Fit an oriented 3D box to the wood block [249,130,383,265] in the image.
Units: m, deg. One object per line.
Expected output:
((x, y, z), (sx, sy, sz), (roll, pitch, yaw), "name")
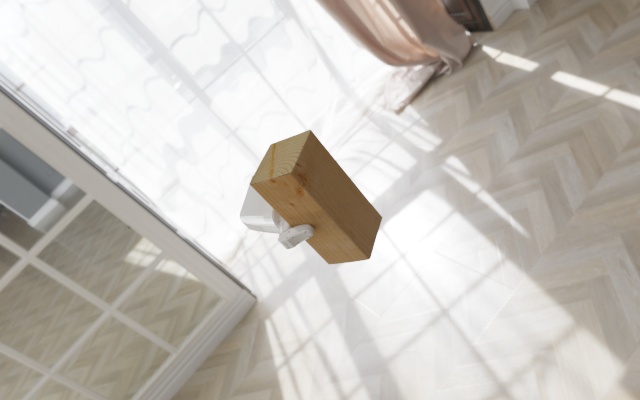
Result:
((0.000, 0.003, 0.747), (0.090, 0.090, 0.206), (-13, -48, 39), "wood block")
